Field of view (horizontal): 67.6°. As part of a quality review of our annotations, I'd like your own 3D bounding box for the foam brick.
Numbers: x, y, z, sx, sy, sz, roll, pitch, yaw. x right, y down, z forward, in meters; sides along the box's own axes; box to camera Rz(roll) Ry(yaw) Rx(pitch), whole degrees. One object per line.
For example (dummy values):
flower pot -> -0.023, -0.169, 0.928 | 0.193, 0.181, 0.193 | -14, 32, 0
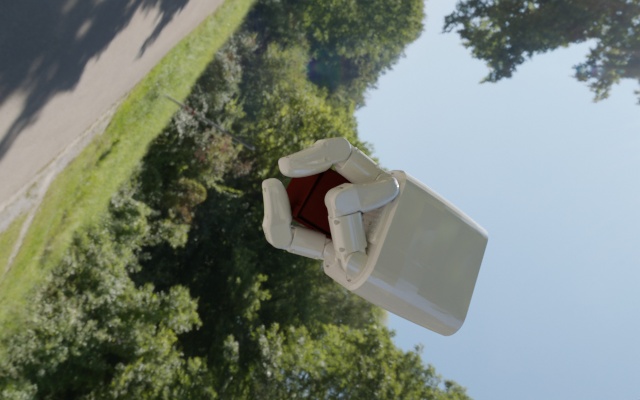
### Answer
foam brick -> 0.000, 0.001, 0.441 | 0.051, 0.053, 0.078 | 30, -5, -18
